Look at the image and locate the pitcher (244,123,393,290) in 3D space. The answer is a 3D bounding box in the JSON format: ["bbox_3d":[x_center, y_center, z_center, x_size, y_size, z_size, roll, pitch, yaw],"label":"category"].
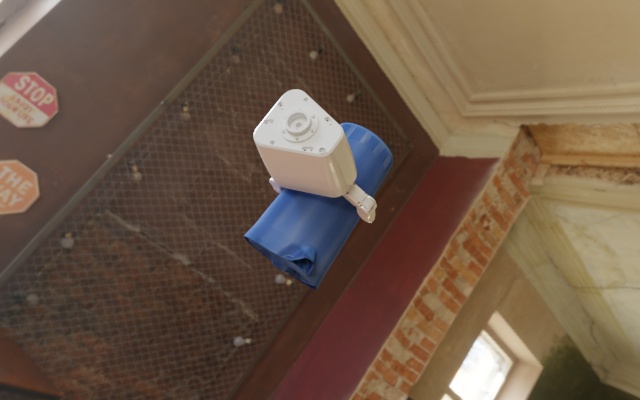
[{"bbox_3d":[0.000,0.002,0.740,0.149,0.242,0.145,29,-16,24],"label":"pitcher"}]
